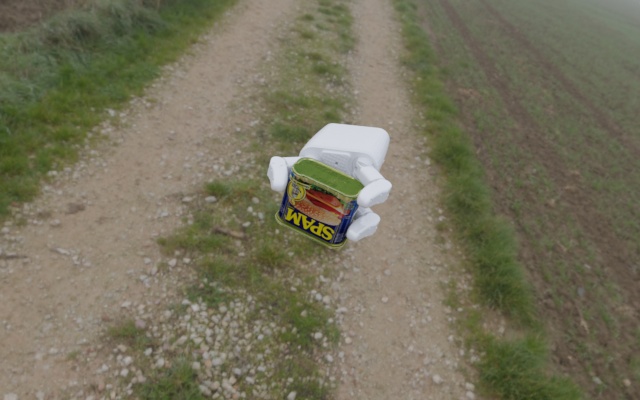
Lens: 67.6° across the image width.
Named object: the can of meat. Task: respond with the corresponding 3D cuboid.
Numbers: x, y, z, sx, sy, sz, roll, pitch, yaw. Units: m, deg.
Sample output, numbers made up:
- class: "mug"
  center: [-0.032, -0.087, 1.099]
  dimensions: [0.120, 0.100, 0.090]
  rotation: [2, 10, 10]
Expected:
- class: "can of meat"
  center: [0.000, 0.002, 0.627]
  dimensions: [0.102, 0.084, 0.057]
  rotation: [25, 33, 10]
